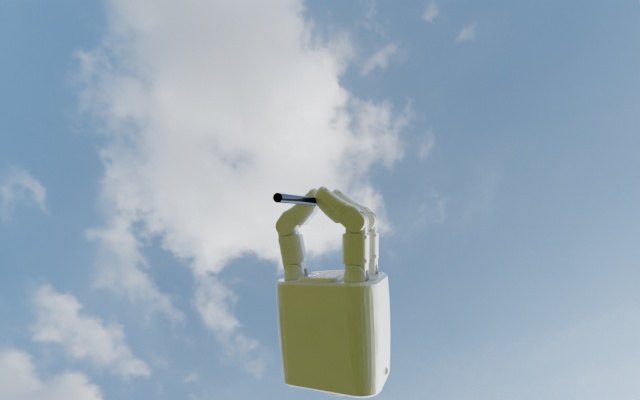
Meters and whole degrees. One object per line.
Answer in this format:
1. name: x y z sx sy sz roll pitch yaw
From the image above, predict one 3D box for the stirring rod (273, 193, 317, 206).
1. stirring rod: 0.000 0.002 0.489 0.011 0.011 0.239 0 -2 16
